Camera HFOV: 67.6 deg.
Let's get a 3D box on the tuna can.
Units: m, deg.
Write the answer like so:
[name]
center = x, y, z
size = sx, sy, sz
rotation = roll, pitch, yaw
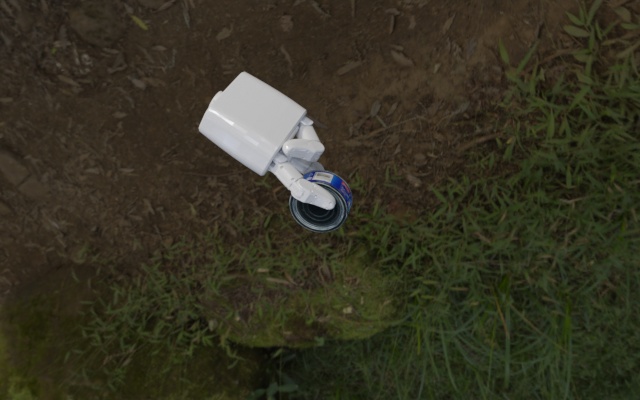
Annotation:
[tuna can]
center = 0.000, 0.003, 0.669
size = 0.086, 0.086, 0.033
rotation = 0, 32, 15
